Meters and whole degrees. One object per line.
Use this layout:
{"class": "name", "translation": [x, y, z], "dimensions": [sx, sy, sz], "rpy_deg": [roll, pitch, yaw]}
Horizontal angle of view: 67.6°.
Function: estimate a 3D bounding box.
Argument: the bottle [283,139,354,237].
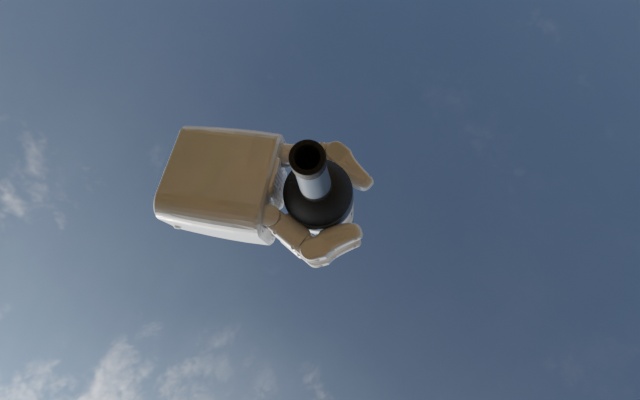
{"class": "bottle", "translation": [0.000, 0.002, 0.484], "dimensions": [0.069, 0.069, 0.296], "rpy_deg": [0, -13, 4]}
